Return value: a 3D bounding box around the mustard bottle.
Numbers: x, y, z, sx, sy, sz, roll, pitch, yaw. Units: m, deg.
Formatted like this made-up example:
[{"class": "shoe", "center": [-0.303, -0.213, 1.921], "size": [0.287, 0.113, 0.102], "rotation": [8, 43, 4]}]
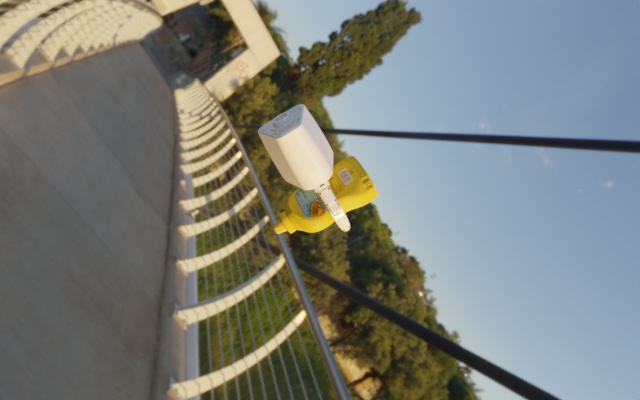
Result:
[{"class": "mustard bottle", "center": [0.000, 0.003, 0.854], "size": [0.191, 0.096, 0.058], "rotation": [-31, -38, 1]}]
